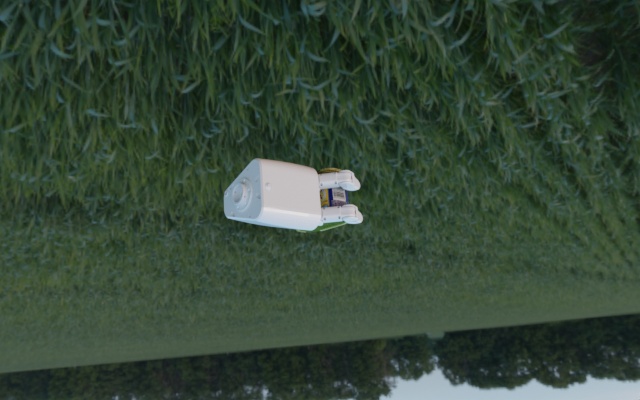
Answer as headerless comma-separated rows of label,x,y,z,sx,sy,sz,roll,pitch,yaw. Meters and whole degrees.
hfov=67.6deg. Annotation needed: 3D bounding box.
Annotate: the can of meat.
can of meat,0.000,0.003,0.790,0.057,0.084,0.102,11,-23,-43
